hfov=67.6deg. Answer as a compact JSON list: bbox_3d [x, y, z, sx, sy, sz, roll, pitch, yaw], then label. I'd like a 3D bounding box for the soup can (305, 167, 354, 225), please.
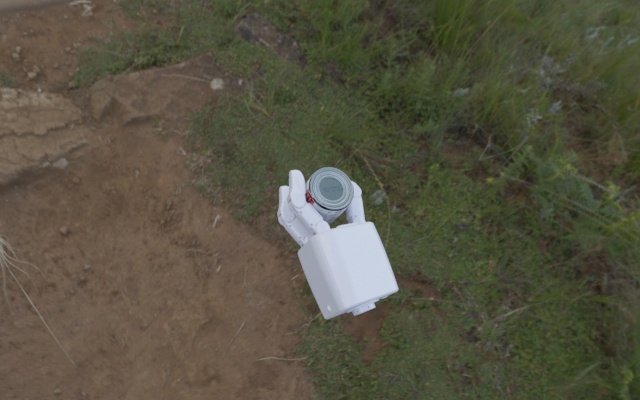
[{"bbox_3d":[0.000,0.002,0.702,0.068,0.068,0.102,0,-22,-20],"label":"soup can"}]
